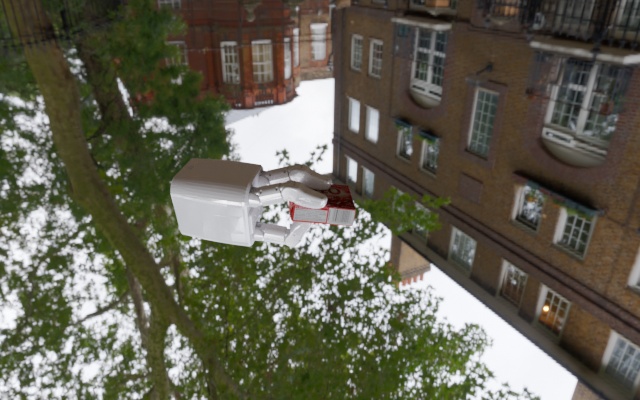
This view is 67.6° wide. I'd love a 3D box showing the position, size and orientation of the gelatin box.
[{"bbox_3d":[0.000,0.003,0.672,0.089,0.030,0.073,6,28,-9],"label":"gelatin box"}]
